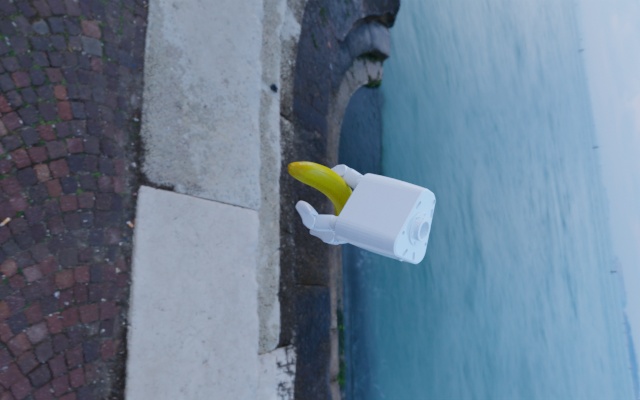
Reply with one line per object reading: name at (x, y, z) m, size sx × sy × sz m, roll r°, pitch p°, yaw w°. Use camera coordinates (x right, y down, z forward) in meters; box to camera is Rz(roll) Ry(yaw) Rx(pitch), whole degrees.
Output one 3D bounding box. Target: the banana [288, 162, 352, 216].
banana at (0.016, -0.007, 0.761) m, size 0.037 × 0.069 × 0.198 m, roll 46°, pitch -8°, yaw 43°
